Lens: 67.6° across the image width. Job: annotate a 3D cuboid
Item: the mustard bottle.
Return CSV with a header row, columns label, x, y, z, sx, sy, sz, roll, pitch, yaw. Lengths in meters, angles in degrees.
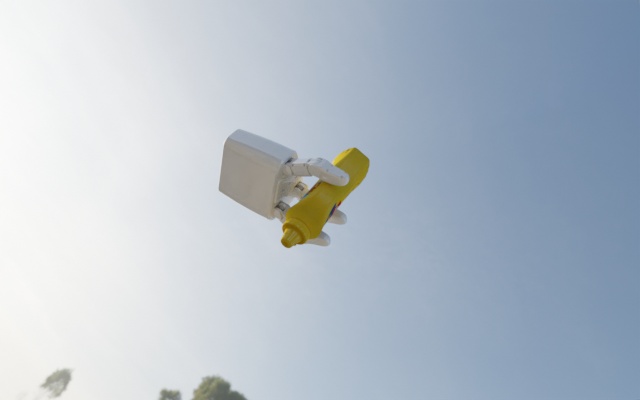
label,x,y,z,sx,sy,sz,roll,pitch,yaw
mustard bottle,0.001,0.002,0.714,0.191,0.058,0.096,-49,1,-39
